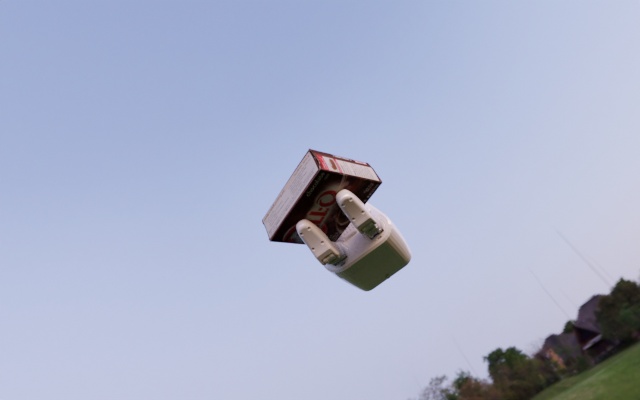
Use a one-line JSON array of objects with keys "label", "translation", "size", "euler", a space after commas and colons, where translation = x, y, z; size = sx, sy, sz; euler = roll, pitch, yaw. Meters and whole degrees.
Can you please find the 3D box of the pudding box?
[{"label": "pudding box", "translation": [0.000, 0.002, 0.534], "size": [0.090, 0.113, 0.039], "euler": [8, 38, -39]}]
